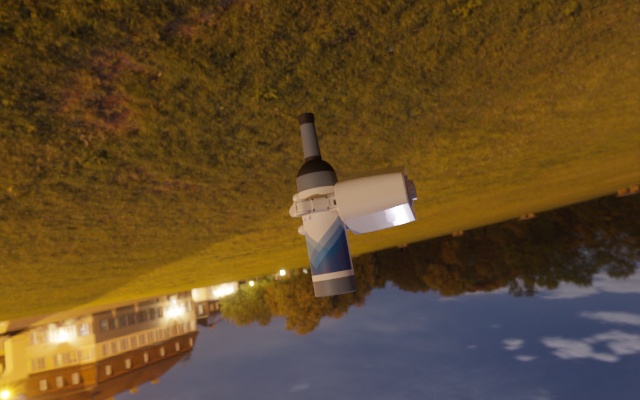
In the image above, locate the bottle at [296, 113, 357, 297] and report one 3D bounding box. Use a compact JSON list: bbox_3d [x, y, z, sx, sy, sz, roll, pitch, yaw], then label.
[{"bbox_3d":[0.000,0.003,0.770,0.069,0.295,0.069,-10,-8,-1],"label":"bottle"}]
